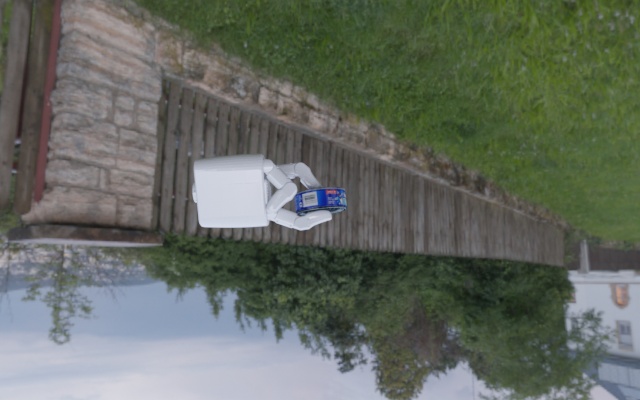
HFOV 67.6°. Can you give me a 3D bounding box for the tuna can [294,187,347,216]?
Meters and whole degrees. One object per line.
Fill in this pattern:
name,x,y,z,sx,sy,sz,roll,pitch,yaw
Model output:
tuna can,0.000,0.003,0.787,0.086,0.033,0.086,-6,-9,-1
